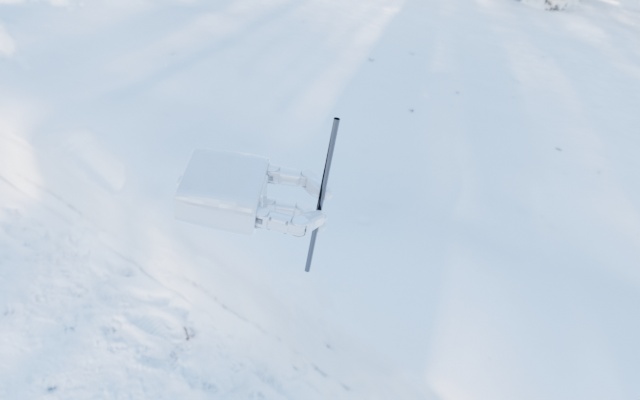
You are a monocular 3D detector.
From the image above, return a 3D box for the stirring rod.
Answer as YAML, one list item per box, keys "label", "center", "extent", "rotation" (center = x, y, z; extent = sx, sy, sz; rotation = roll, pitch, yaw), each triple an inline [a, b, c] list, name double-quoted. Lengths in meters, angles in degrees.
- label: "stirring rod"
  center: [0.000, 0.002, 0.636]
  extent: [0.011, 0.240, 0.011]
  rotation: [8, 32, -5]
